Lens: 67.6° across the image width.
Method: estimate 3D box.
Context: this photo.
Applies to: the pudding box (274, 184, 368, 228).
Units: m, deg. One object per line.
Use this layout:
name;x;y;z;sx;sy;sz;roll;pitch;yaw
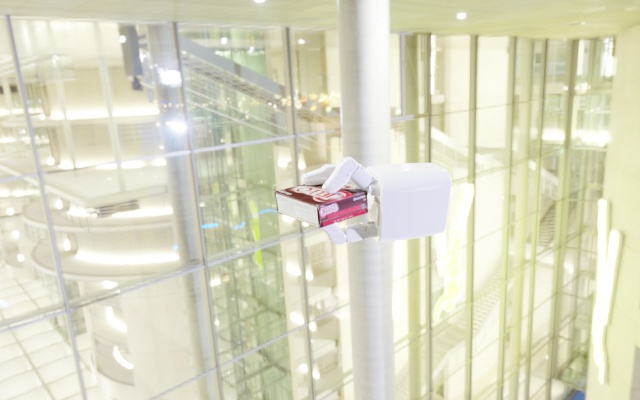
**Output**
pudding box;0.000;0.002;0.694;0.090;0.039;0.113;-15;17;-34
